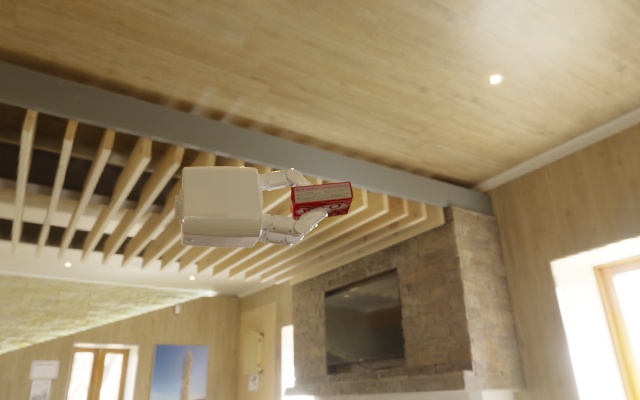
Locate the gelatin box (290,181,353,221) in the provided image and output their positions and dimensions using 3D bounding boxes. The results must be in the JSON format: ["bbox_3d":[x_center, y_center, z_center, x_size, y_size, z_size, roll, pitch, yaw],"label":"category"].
[{"bbox_3d":[0.000,0.002,0.711,0.089,0.030,0.073,-7,-20,-6],"label":"gelatin box"}]
